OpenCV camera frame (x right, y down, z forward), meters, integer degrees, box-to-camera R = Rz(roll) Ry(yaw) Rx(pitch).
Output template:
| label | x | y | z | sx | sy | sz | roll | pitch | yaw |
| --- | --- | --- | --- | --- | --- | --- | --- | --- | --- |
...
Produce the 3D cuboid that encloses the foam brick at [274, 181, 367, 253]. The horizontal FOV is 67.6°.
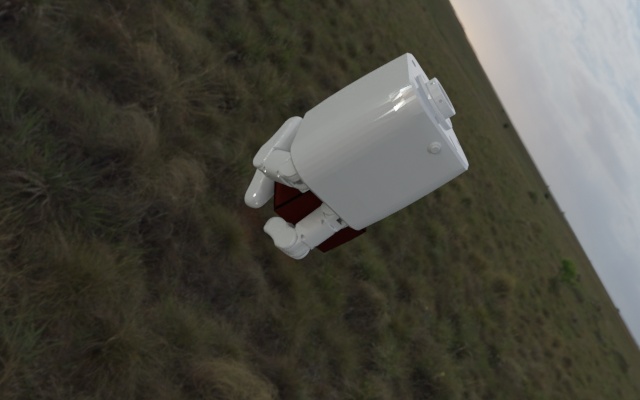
| label | x | y | z | sx | sy | sz | roll | pitch | yaw |
| --- | --- | --- | --- | --- | --- | --- | --- | --- | --- |
| foam brick | 0.000 | 0.002 | 0.444 | 0.051 | 0.053 | 0.078 | -29 | -50 | 23 |
